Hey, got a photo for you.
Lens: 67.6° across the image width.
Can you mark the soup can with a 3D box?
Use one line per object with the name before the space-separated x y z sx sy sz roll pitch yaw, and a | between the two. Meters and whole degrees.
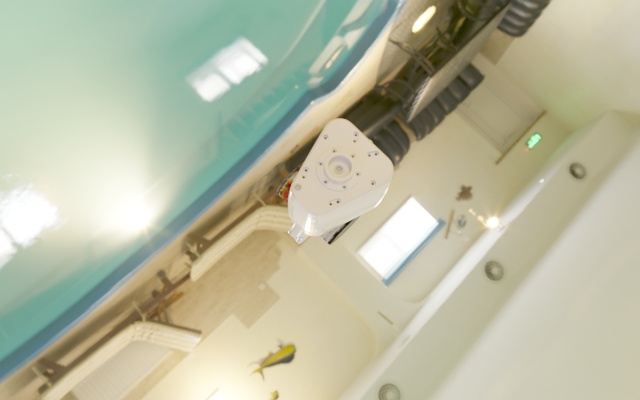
soup can | 0.000 0.003 0.651 0.102 0.068 0.068 45 8 8
